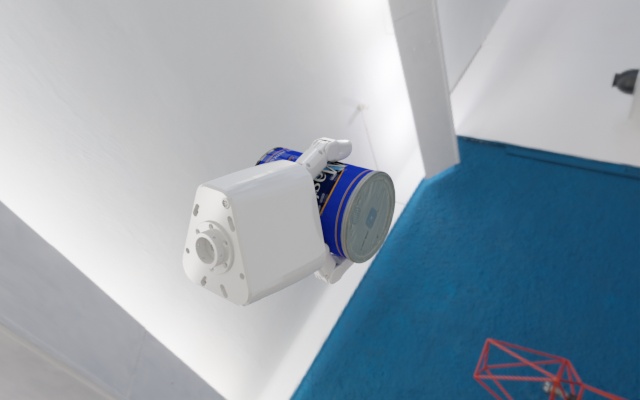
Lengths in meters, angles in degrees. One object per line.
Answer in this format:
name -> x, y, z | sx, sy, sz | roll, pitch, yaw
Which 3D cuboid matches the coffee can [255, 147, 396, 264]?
coffee can -> 0.000, 0.002, 0.549 | 0.140, 0.103, 0.103 | 17, 9, 33
